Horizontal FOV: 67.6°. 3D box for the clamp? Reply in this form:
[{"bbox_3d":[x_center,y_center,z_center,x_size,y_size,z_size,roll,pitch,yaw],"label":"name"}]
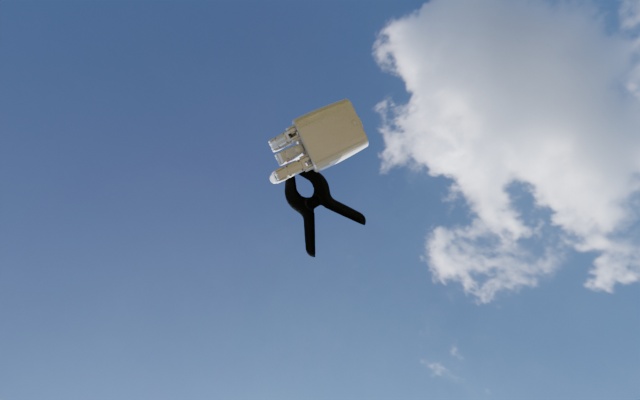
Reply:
[{"bbox_3d":[0.000,0.003,0.848,0.120,0.171,0.039,-25,6,-3],"label":"clamp"}]
